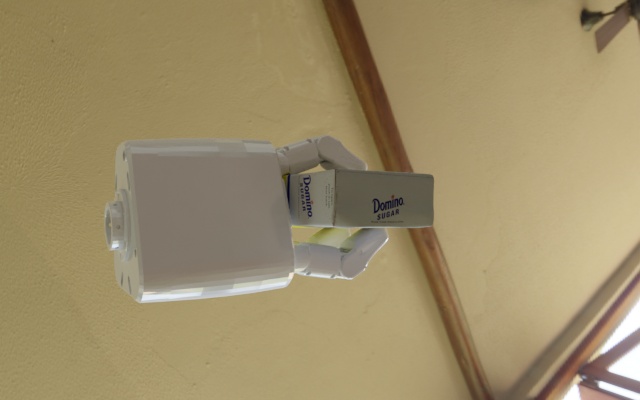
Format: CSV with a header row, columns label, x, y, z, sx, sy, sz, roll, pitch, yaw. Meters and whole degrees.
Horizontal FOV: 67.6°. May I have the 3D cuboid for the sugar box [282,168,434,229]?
label,x,y,z,sx,sy,sz,roll,pitch,yaw
sugar box,0.000,0.002,0.405,0.093,0.048,0.176,1,1,-32
